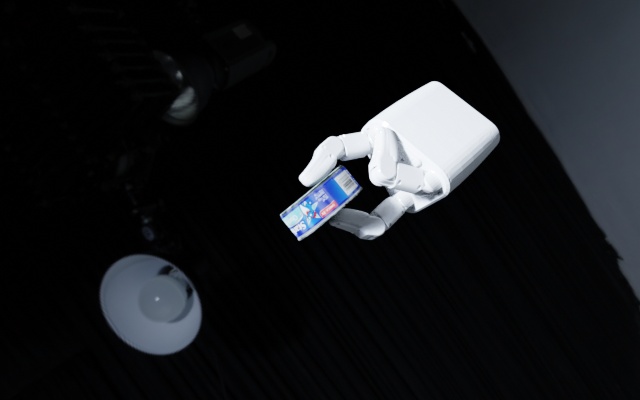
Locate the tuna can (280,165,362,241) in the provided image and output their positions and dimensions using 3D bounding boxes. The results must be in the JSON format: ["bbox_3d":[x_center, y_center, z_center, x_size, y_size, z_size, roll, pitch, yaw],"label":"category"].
[{"bbox_3d":[0.000,0.001,0.496,0.086,0.034,0.086,-39,2,2],"label":"tuna can"}]
